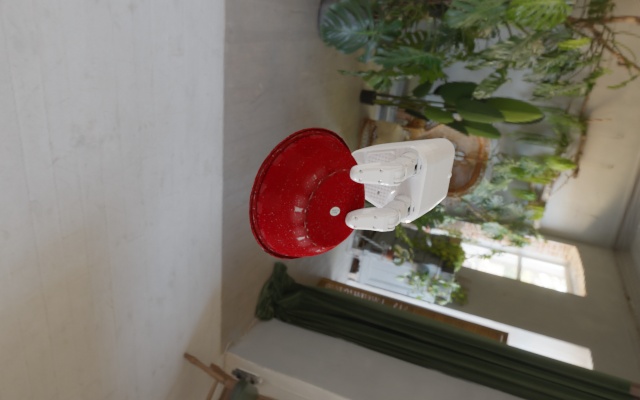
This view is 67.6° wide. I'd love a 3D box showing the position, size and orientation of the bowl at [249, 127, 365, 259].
[{"bbox_3d":[-0.001,0.002,0.542,0.162,0.162,0.055,0,18,-44],"label":"bowl"}]
